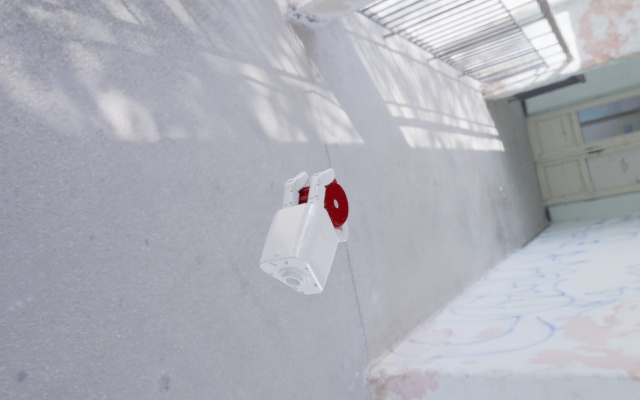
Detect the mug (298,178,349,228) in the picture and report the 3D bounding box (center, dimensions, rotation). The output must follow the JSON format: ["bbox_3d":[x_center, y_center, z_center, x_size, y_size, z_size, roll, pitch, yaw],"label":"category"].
[{"bbox_3d":[0.001,0.002,0.863,0.081,0.117,0.093,-12,-45,34],"label":"mug"}]
